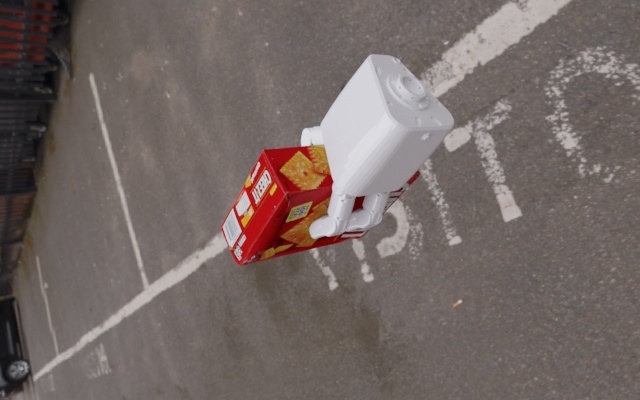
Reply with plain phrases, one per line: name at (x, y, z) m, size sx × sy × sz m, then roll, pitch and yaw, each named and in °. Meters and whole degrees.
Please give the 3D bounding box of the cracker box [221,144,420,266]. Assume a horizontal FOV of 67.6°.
cracker box at (0.000, 0.002, 0.618) m, size 0.213 × 0.072 × 0.164 m, roll -9°, pitch -30°, yaw -37°
